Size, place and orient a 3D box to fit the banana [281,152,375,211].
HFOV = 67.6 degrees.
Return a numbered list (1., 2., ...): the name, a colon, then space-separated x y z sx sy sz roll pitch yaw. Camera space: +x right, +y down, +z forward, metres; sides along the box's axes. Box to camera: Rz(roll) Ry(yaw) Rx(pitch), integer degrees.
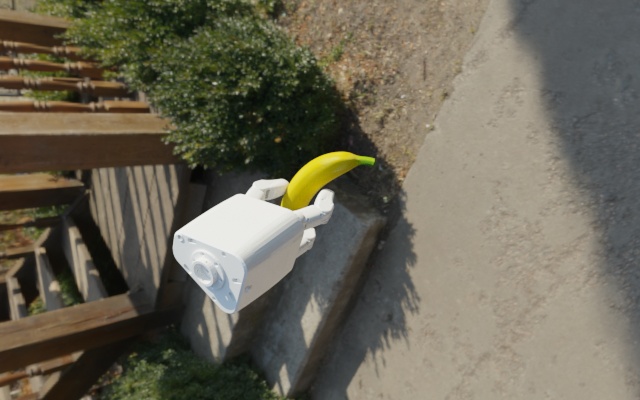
1. banana: -0.012 -0.011 0.673 0.198 0.069 0.037 -42 16 37
